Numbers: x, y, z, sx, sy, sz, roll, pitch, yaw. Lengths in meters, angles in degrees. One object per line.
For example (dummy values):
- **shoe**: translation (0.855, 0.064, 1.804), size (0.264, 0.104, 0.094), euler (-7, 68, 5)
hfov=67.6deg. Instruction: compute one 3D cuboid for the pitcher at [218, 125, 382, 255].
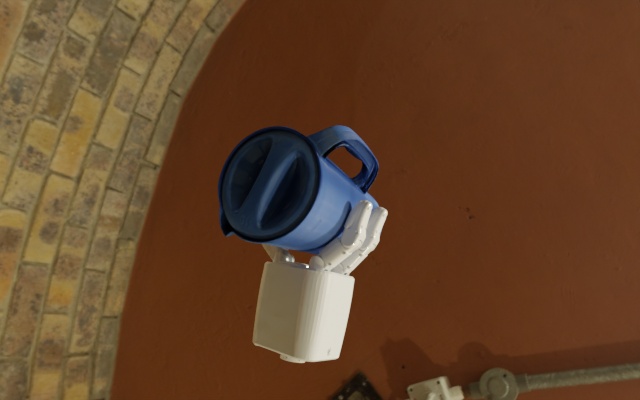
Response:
- **pitcher**: translation (0.000, 0.002, 0.615), size (0.149, 0.145, 0.243), euler (5, -11, 28)
